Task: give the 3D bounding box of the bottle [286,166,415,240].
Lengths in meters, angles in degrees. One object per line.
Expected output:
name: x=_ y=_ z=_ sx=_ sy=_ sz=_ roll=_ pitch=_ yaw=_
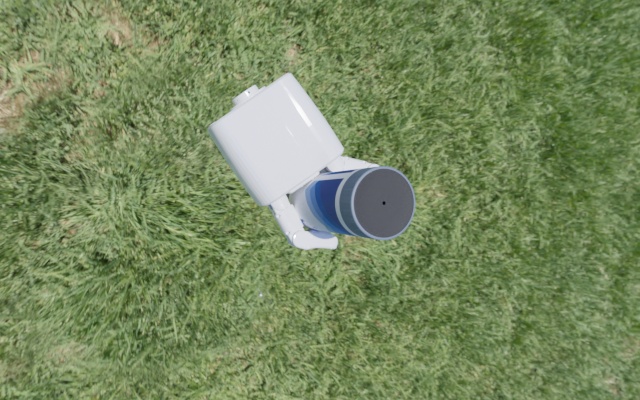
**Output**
bottle: x=0.000 y=0.002 z=0.560 sx=0.069 sy=0.069 sz=0.295 roll=0 pitch=0 yaw=-23
